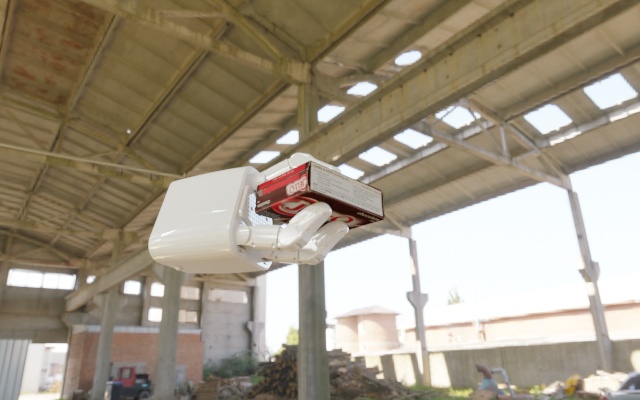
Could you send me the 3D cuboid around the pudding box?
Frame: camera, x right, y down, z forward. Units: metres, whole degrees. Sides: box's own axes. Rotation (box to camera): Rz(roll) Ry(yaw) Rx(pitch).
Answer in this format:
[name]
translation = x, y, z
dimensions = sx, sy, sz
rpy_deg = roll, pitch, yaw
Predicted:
[pudding box]
translation = 0.000, 0.002, 0.515
dimensions = 0.113, 0.039, 0.090
rpy_deg = 17, -25, -39
